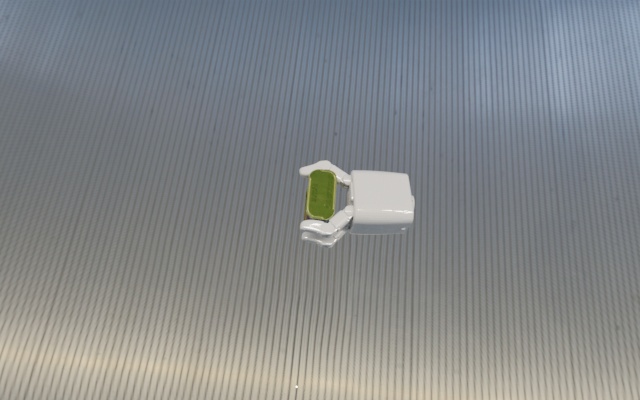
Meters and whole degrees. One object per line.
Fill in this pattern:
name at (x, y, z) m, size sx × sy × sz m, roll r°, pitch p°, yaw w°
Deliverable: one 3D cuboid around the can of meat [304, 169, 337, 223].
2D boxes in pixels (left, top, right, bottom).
can of meat at (0.000, 0.003, 0.876) m, size 0.057 × 0.102 × 0.084 m, roll 5°, pitch -21°, yaw -2°
